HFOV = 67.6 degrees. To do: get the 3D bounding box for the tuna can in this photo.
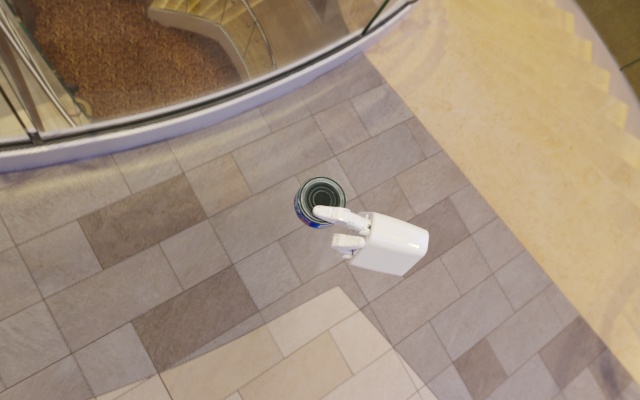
[{"bbox_3d":[0.000,0.002,0.801,0.086,0.086,0.034,0,-15,-14],"label":"tuna can"}]
